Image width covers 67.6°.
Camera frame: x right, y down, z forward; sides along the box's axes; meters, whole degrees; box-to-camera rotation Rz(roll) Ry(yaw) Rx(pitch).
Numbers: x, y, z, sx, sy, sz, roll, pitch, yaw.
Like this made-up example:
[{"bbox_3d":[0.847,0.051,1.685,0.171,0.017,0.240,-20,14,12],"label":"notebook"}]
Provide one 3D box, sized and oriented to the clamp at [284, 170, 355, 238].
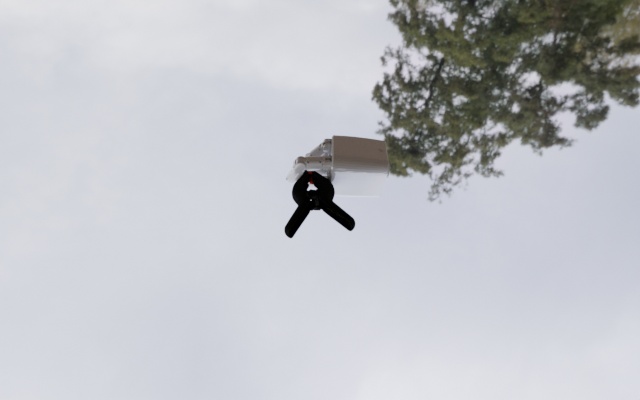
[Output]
[{"bbox_3d":[0.000,0.003,0.860,0.120,0.039,0.171,4,43,-2],"label":"clamp"}]
